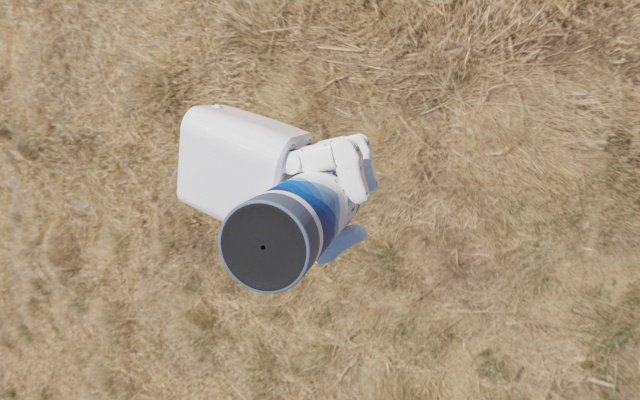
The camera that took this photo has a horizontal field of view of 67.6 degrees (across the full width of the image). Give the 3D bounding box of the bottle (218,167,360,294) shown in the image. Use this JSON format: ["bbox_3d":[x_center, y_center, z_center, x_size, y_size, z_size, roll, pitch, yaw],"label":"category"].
[{"bbox_3d":[0.000,0.002,0.458,0.069,0.069,0.295,0,12,16],"label":"bottle"}]
